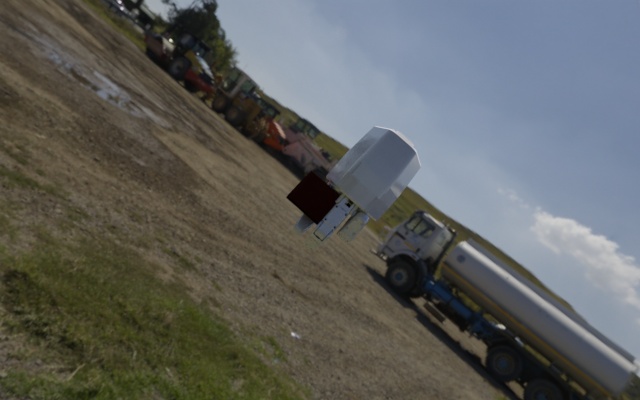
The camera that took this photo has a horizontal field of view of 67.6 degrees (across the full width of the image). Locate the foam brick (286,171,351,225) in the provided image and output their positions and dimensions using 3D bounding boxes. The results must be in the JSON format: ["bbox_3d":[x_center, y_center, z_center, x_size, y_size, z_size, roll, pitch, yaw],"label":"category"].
[{"bbox_3d":[0.000,0.002,0.668,0.078,0.051,0.053,41,3,2],"label":"foam brick"}]
